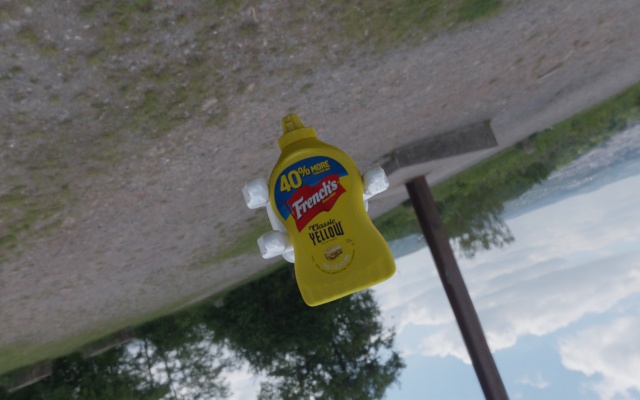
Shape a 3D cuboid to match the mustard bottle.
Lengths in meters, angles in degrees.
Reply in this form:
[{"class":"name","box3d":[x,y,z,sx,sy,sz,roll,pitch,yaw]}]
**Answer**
[{"class":"mustard bottle","box3d":[0.000,0.002,0.485,0.096,0.191,0.058,-22,-9,12]}]
